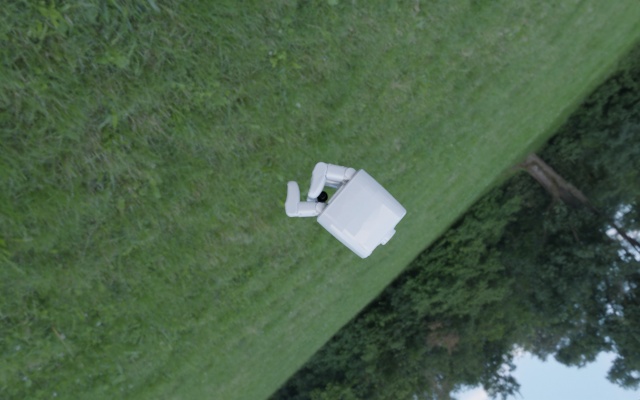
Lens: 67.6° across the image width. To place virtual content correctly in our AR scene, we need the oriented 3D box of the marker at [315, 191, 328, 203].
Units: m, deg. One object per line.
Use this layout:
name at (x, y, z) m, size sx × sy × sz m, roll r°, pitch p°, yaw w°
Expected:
marker at (0.000, 0.003, 0.843) m, size 0.020 × 0.020 × 0.121 m, roll 0°, pitch -10°, yaw -4°
